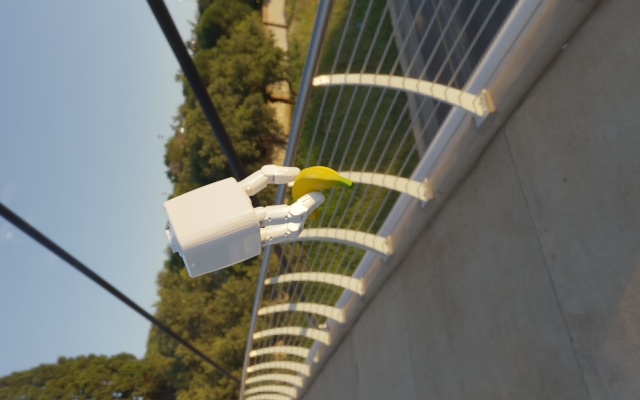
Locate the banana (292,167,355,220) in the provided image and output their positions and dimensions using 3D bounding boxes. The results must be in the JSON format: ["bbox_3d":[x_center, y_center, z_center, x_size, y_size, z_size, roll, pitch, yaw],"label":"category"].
[{"bbox_3d":[-0.012,-0.011,0.724,0.037,0.069,0.198,-47,2,-20],"label":"banana"}]
